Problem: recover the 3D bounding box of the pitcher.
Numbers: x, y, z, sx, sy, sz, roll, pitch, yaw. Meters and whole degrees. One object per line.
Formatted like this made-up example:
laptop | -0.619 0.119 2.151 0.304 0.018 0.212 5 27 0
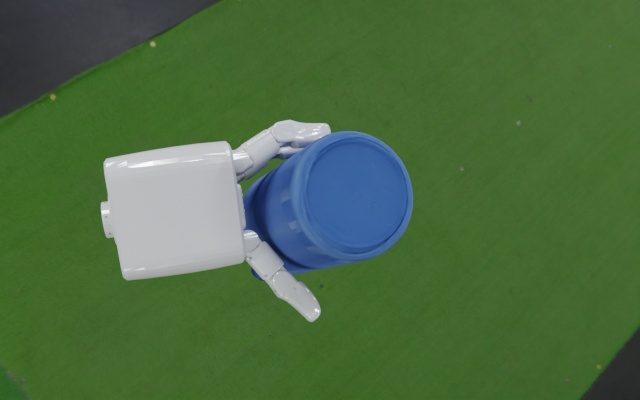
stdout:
pitcher | 0.000 0.002 0.497 0.145 0.149 0.243 -9 -5 -18
